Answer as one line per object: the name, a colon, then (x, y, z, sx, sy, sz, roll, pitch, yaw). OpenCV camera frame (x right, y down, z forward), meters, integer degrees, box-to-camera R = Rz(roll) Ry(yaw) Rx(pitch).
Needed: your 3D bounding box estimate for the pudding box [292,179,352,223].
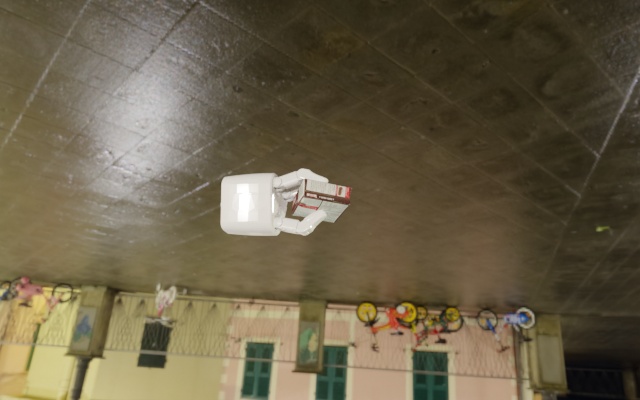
pudding box: (0.000, 0.003, 0.895, 0.090, 0.039, 0.113, 10, -20, -11)
